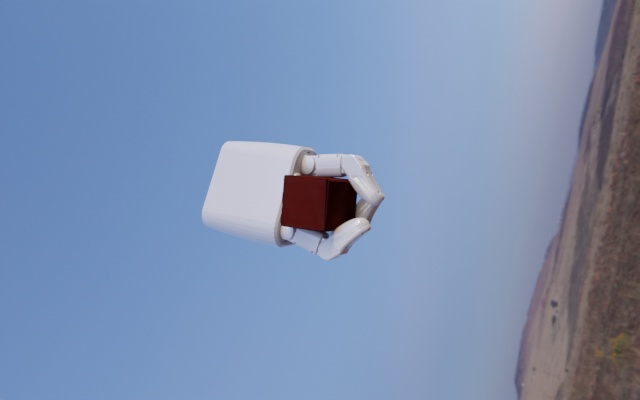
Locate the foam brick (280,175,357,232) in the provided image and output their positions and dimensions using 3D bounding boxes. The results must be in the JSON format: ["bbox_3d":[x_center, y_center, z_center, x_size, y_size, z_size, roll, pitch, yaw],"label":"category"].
[{"bbox_3d":[0.000,0.002,0.497,0.051,0.053,0.078,7,4,26],"label":"foam brick"}]
